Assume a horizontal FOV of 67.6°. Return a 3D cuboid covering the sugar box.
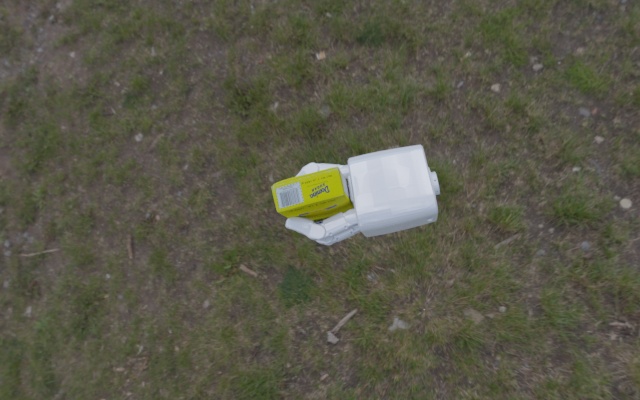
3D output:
[{"bbox_3d":[0.000,0.003,0.691,0.093,0.048,0.176,-14,-15,9],"label":"sugar box"}]
